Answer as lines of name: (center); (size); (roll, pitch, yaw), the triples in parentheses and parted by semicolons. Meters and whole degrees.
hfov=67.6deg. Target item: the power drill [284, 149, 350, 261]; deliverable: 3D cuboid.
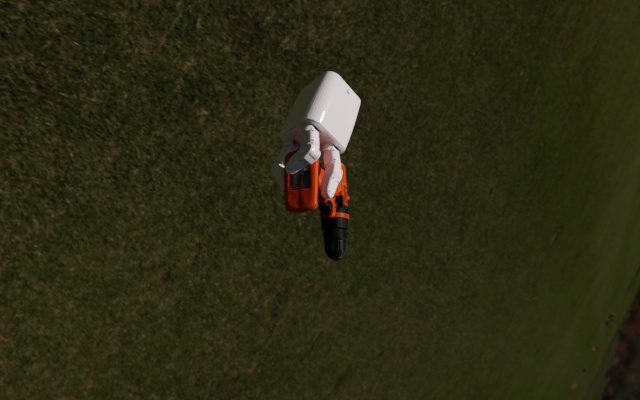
power drill: (0.000, 0.002, 0.819); (0.057, 0.184, 0.188); (-8, -16, 18)
